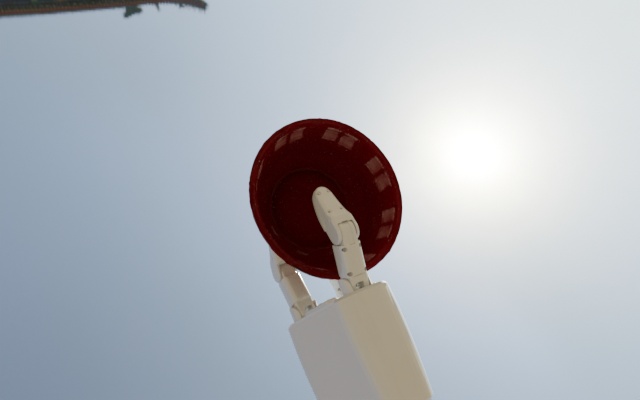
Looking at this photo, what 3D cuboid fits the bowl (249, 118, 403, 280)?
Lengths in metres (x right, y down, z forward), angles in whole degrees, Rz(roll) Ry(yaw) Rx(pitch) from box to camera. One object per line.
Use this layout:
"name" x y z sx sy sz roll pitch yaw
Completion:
"bowl" 0.000 0.000 0.482 0.162 0.162 0.055 0 -15 -24
